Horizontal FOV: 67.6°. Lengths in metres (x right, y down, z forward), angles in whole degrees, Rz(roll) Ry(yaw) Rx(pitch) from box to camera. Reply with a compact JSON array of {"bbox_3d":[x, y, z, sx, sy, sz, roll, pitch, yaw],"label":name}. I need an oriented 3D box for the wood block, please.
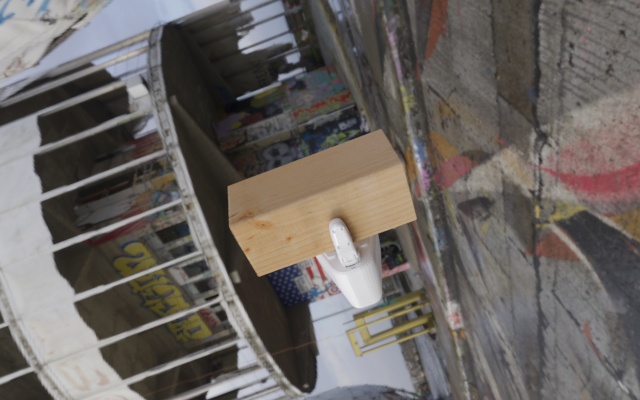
[{"bbox_3d":[0.000,0.002,0.588,0.206,0.090,0.090,-21,37,2],"label":"wood block"}]
